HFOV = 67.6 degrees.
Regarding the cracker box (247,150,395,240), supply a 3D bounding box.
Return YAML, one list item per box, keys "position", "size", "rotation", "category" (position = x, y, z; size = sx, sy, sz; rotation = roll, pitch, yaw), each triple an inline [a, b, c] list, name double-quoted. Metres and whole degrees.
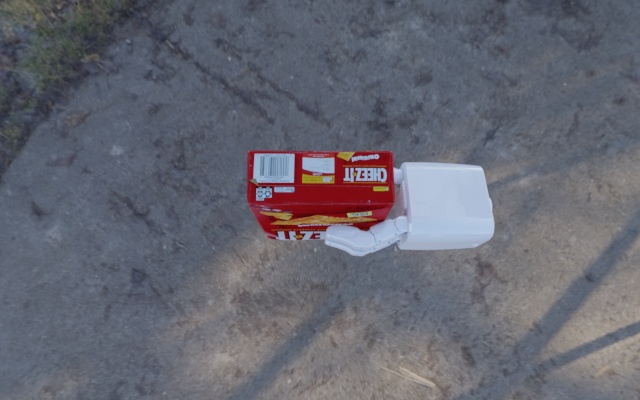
- position: [0.000, 0.002, 0.621]
  size: [0.164, 0.072, 0.214]
  rotation: [0, -15, 0]
  category: "cracker box"
